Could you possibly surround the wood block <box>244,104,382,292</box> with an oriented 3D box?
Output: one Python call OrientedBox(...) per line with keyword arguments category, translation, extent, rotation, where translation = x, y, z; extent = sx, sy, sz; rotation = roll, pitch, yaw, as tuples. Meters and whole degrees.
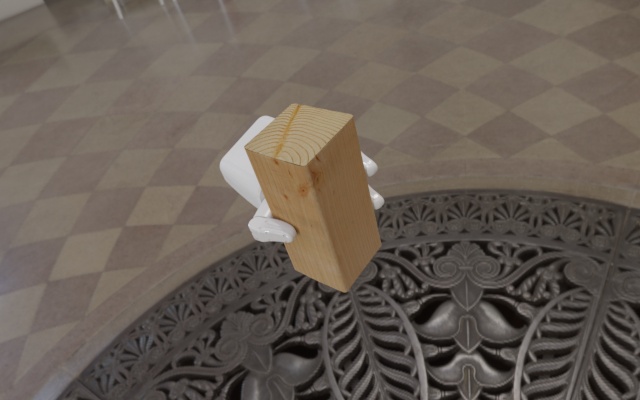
OrientedBox(category="wood block", translation=(0.000, 0.002, 0.570), extent=(0.090, 0.206, 0.090), rotation=(19, 53, 35))
